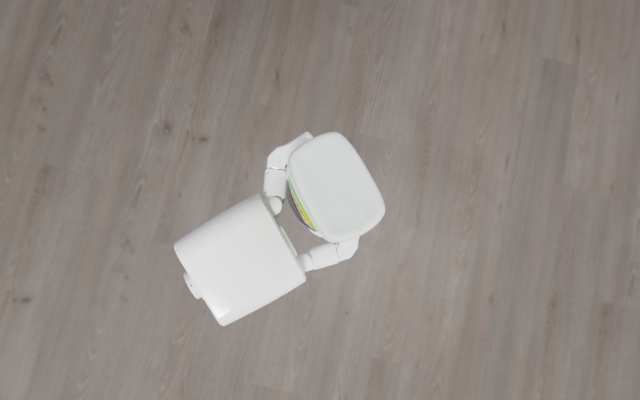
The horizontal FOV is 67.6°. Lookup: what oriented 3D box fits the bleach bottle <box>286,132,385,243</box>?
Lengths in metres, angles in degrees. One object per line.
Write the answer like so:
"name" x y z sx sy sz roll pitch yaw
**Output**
"bleach bottle" 0.000 0.002 0.548 0.068 0.102 0.251 -28 -4 -9
